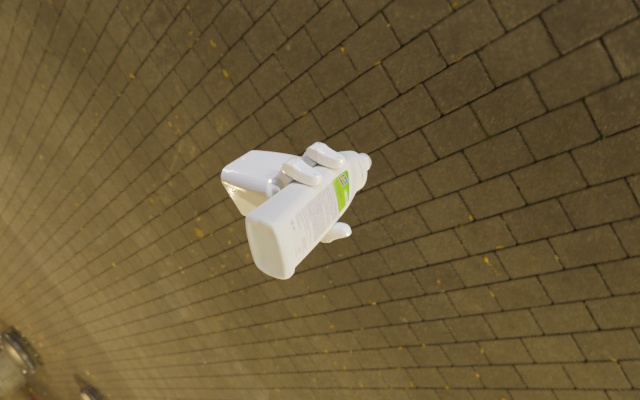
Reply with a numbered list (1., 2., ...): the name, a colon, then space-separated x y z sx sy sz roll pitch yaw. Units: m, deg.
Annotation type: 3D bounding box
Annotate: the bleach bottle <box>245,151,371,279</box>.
1. bleach bottle: 0.000 0.002 0.706 0.068 0.103 0.250 15 38 34
